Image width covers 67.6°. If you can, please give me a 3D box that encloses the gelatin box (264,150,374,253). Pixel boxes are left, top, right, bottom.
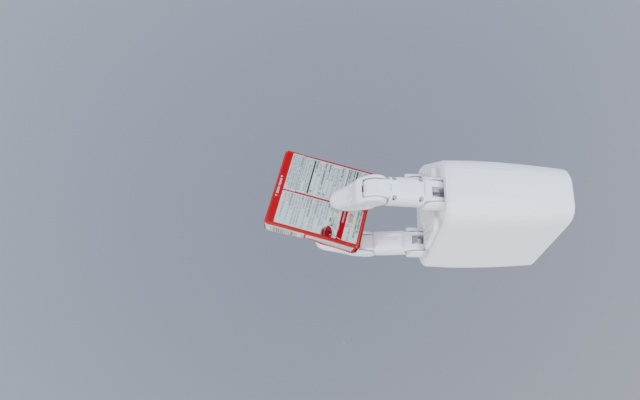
[{"bbox_3d":[0.000,0.001,0.442,0.089,0.073,0.030,15,-17,-1],"label":"gelatin box"}]
